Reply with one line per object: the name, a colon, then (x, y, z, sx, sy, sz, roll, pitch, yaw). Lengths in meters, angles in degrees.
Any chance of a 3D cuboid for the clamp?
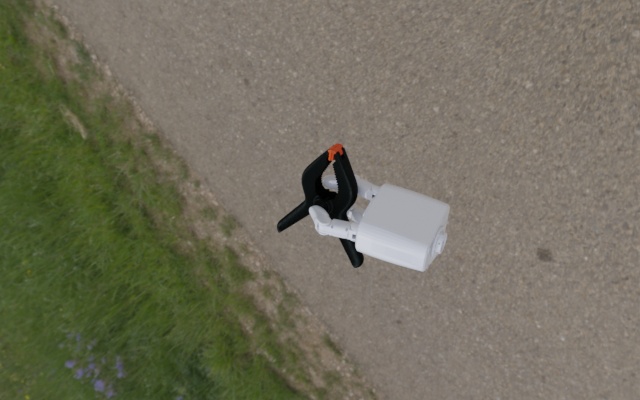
clamp: (0.000, 0.003, 0.769, 0.164, 0.210, 0.036, 16, 36, 21)
